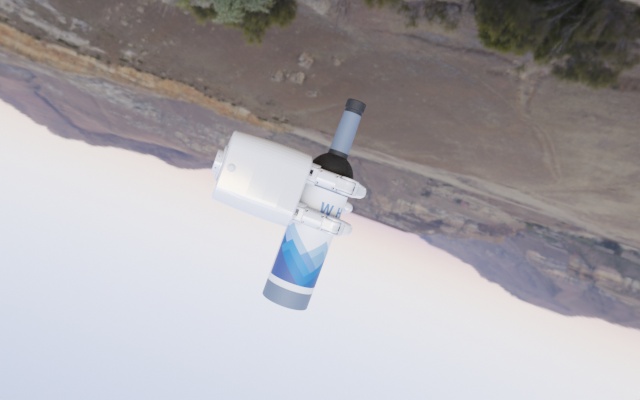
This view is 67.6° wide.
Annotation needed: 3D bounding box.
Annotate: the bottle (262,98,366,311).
[{"bbox_3d":[0.000,0.002,0.663,0.069,0.296,0.069,20,2,-1],"label":"bottle"}]
